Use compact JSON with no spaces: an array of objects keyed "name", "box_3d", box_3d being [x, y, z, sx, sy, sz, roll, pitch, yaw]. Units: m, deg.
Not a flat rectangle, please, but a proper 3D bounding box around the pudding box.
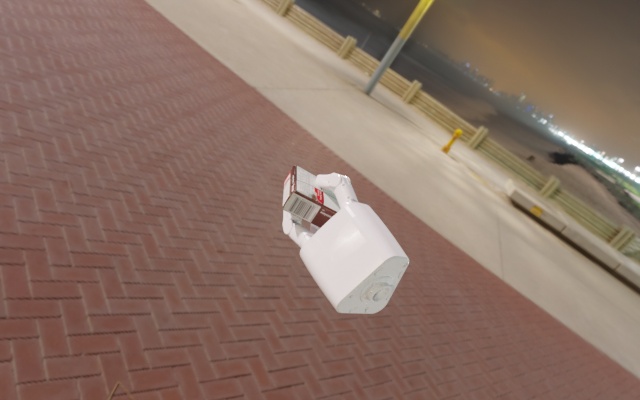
[{"name":"pudding box","box_3d":[0.000,0.002,0.718,0.113,0.039,0.090,29,23,-17]}]
